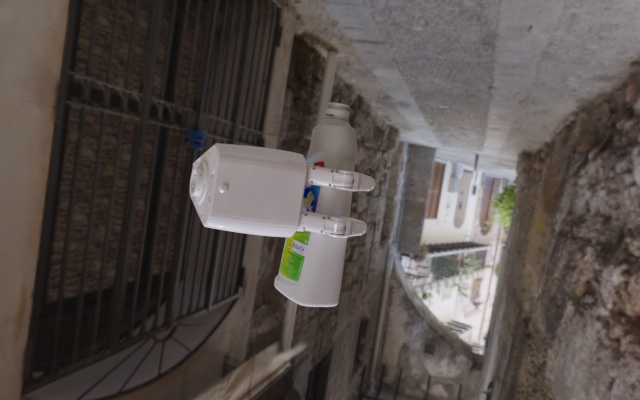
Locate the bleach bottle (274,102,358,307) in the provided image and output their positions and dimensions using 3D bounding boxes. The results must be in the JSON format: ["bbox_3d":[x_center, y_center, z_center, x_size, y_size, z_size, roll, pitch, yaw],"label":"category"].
[{"bbox_3d":[0.000,0.002,0.616,0.068,0.251,0.102,7,4,-27],"label":"bleach bottle"}]
